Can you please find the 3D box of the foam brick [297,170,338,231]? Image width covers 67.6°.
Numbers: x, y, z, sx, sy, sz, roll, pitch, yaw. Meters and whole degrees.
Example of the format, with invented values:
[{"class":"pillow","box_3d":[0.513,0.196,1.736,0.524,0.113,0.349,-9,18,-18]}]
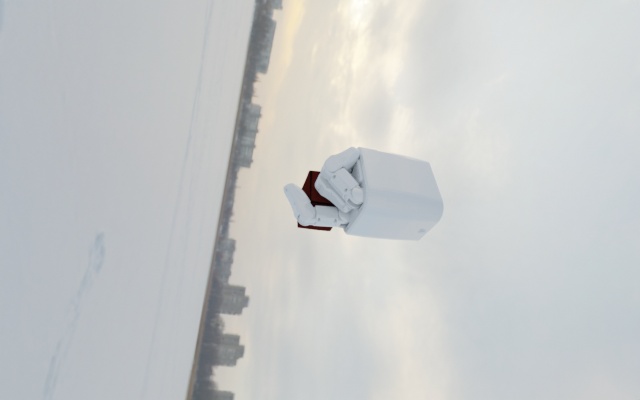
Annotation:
[{"class":"foam brick","box_3d":[0.000,0.002,0.667,0.051,0.053,0.078,7,-30,-13]}]
